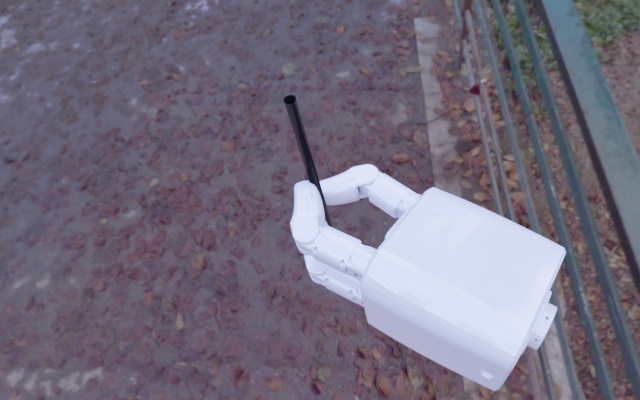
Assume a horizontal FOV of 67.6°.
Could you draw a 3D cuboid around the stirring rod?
[{"bbox_3d":[0.000,0.001,0.401,0.011,0.011,0.240,0,-33,11],"label":"stirring rod"}]
